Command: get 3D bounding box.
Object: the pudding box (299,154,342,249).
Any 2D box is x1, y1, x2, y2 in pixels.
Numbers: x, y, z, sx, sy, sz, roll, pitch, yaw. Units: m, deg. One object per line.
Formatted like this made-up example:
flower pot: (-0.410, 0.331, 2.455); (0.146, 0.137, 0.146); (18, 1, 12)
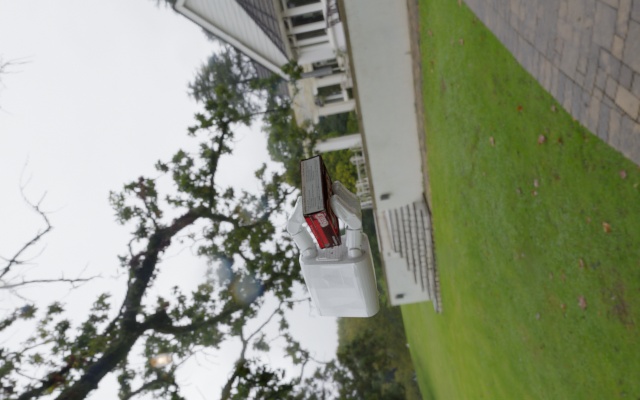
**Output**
pudding box: (0.000, 0.002, 0.716); (0.039, 0.113, 0.090); (-14, -41, 8)
